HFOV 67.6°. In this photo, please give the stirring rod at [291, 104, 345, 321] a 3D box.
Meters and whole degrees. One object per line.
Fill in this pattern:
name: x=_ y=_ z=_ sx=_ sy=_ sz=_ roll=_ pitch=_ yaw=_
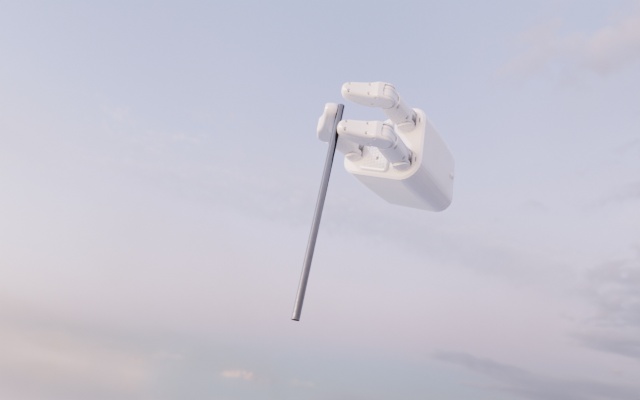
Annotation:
stirring rod: x=0.000 y=0.002 z=0.483 sx=0.011 sy=0.239 sz=0.011 roll=10 pitch=-24 yaw=5
